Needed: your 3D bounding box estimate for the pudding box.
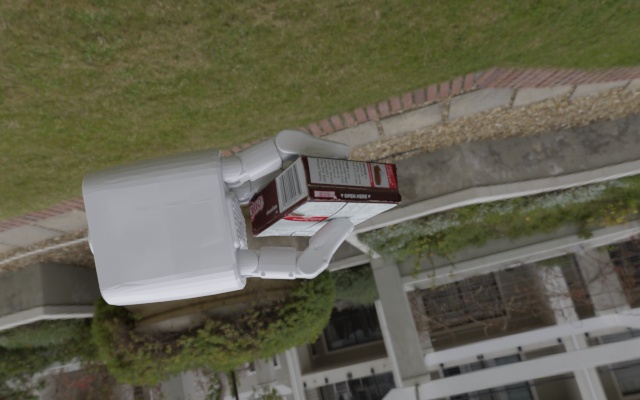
[{"bbox_3d":[0.000,0.002,0.412,0.090,0.039,0.113,1,-17,-30],"label":"pudding box"}]
